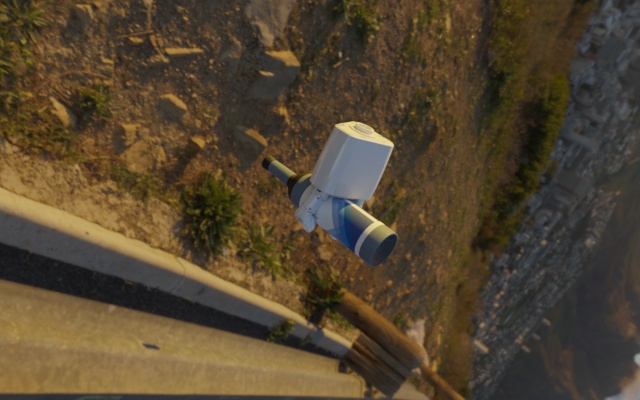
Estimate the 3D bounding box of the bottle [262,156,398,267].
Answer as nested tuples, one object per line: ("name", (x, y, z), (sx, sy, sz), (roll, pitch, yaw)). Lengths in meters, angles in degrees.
("bottle", (0.000, 0.003, 0.833), (0.295, 0.069, 0.069), (37, 21, 30))
